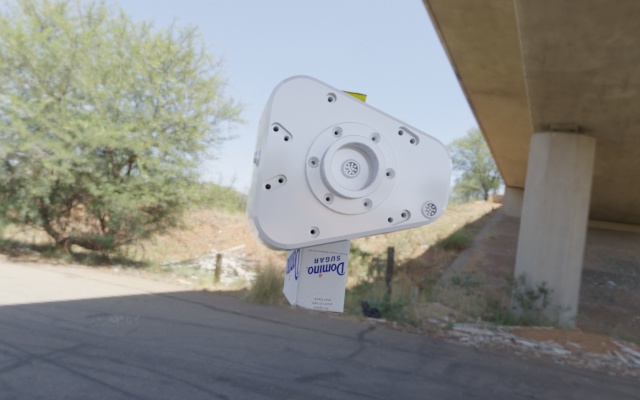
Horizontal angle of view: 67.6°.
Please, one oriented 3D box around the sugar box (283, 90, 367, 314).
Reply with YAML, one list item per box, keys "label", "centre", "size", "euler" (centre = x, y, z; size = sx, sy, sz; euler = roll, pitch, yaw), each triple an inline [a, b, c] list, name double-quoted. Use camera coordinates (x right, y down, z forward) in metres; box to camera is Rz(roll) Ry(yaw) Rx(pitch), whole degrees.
- label: "sugar box"
  centre: [0.000, 0.001, 0.416]
  size: [0.048, 0.176, 0.093]
  euler: [9, -4, -10]
